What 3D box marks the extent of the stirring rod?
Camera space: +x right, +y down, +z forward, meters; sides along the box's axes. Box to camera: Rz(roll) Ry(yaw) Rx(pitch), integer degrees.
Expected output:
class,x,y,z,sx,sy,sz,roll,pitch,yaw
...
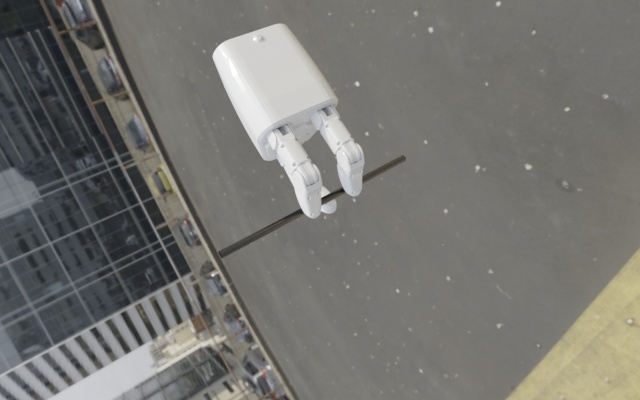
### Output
class,x,y,z,sx,sy,sz,roll,pitch,yaw
stirring rod,0.000,0.002,0.513,0.239,0.011,0.011,-28,12,-24
